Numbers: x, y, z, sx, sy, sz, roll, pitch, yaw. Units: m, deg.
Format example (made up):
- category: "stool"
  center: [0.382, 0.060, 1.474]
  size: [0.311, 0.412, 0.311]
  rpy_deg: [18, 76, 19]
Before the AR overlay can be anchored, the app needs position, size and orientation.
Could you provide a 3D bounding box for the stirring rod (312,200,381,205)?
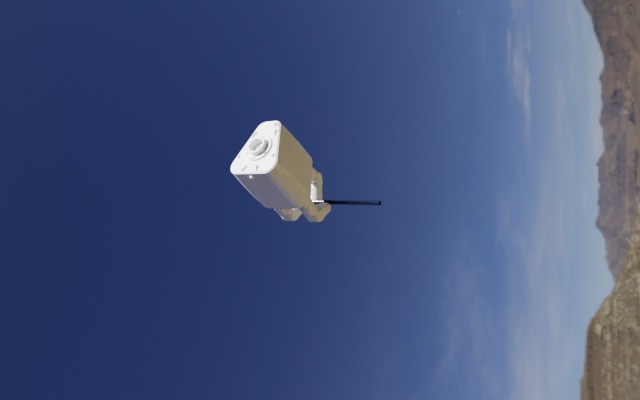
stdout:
- category: "stirring rod"
  center: [0.000, 0.003, 0.880]
  size: [0.239, 0.011, 0.011]
  rpy_deg: [1, 0, 32]
